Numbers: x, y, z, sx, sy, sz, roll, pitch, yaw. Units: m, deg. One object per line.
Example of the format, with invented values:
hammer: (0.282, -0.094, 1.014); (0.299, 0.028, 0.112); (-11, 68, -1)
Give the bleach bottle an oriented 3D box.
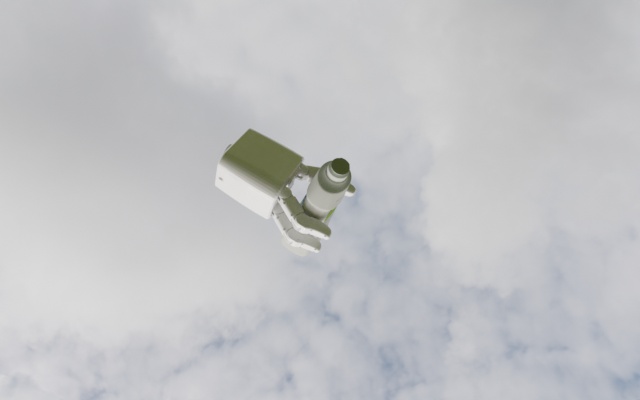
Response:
bleach bottle: (0.000, 0.003, 0.777); (0.068, 0.102, 0.251); (32, -31, 1)
